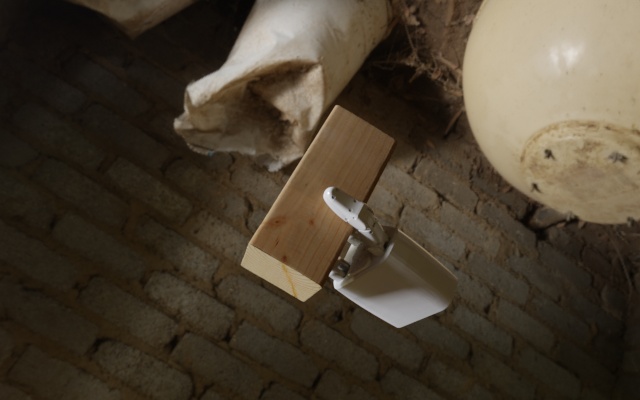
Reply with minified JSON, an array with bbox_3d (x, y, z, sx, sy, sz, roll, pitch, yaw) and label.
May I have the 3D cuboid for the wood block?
[{"bbox_3d":[0.000,0.002,0.568,0.090,0.206,0.091,31,-26,-2],"label":"wood block"}]
